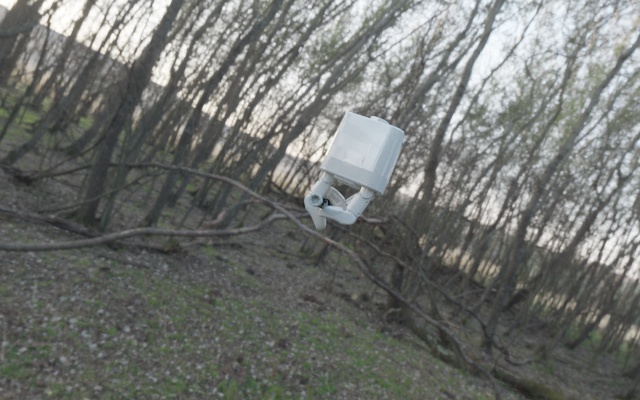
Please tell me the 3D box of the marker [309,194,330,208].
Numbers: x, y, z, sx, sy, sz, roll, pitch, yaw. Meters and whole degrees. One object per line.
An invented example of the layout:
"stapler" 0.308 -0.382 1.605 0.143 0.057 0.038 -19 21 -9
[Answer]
"marker" 0.000 0.003 0.750 0.020 0.020 0.121 0 -3 8
